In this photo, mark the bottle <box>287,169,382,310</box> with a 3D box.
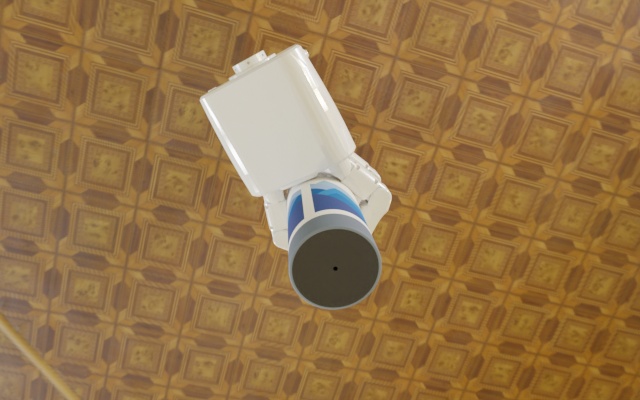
[{"bbox_3d":[0.000,0.002,0.476,0.069,0.069,0.295,0,19,-4],"label":"bottle"}]
